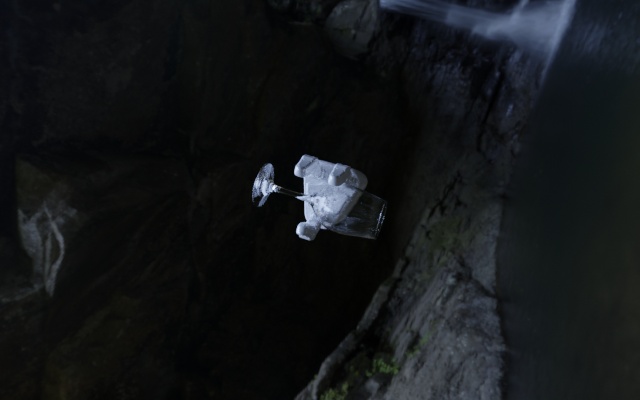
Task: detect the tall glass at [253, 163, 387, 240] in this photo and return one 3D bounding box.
[{"bbox_3d":[-0.001,0.002,0.749,0.201,0.079,0.079,17,4,14],"label":"tall glass"}]
